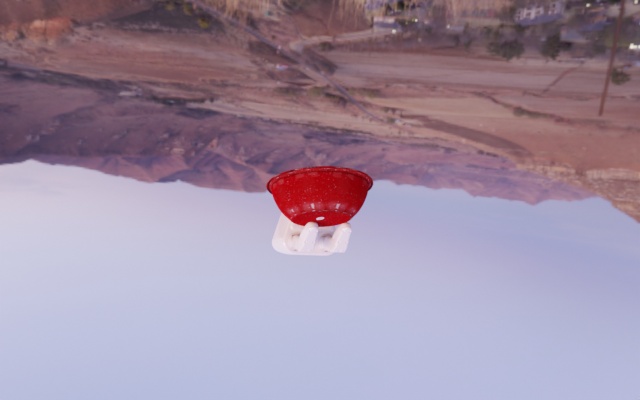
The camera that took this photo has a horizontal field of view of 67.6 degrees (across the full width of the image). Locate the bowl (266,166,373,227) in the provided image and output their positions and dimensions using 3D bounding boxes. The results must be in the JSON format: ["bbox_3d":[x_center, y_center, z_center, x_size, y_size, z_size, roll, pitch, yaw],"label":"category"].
[{"bbox_3d":[0.000,0.002,0.713,0.162,0.055,0.162,-2,-18,-1],"label":"bowl"}]
